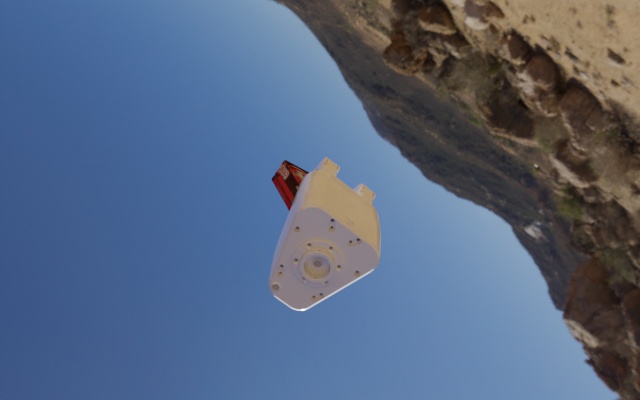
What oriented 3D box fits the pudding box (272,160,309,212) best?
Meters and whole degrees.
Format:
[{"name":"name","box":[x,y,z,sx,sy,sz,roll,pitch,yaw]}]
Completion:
[{"name":"pudding box","box":[0.000,0.002,0.614,0.113,0.039,0.090,28,18,-36]}]
